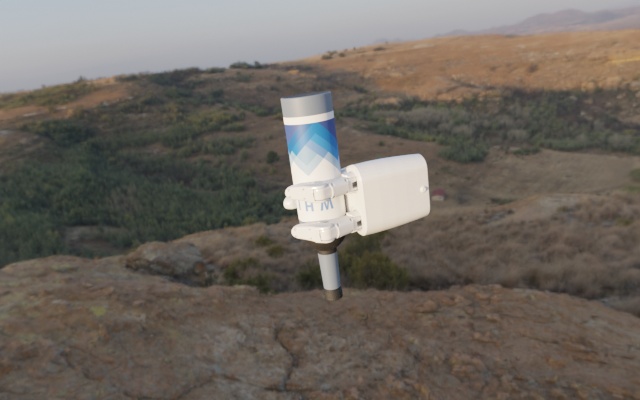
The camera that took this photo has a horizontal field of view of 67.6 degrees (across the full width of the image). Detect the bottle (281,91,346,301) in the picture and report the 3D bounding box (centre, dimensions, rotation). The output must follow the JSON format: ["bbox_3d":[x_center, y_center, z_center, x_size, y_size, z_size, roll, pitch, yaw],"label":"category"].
[{"bbox_3d":[0.000,0.002,0.664,0.069,0.296,0.069,-7,16,2],"label":"bottle"}]
